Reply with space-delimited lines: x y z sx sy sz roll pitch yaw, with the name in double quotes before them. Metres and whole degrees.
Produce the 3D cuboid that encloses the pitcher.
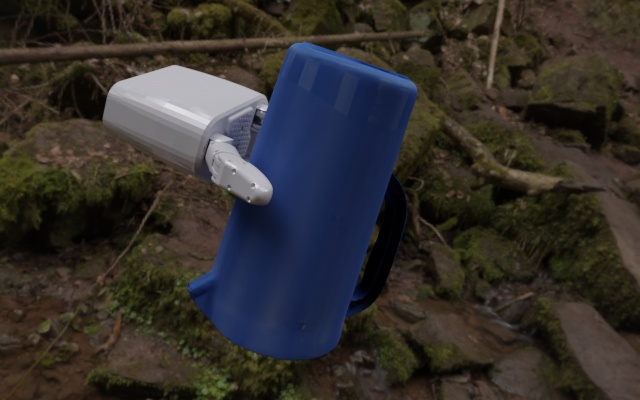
"pitcher" 0.000 0.001 0.414 0.145 0.243 0.149 24 17 16
